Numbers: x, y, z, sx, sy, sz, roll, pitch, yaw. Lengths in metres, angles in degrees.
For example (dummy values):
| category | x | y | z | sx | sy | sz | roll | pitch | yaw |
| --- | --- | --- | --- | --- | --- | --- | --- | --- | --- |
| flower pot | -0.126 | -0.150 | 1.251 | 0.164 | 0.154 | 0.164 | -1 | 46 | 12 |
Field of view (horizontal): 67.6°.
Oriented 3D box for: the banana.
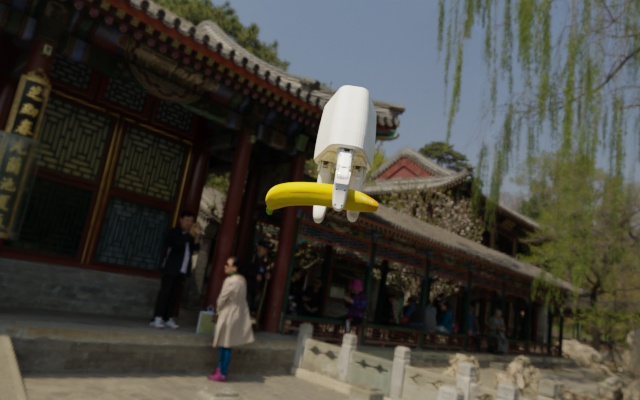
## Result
| category | x | y | z | sx | sy | sz | roll | pitch | yaw |
| --- | --- | --- | --- | --- | --- | --- | --- | --- | --- |
| banana | -0.010 | -0.004 | 0.754 | 0.198 | 0.037 | 0.070 | 0 | -21 | 23 |
